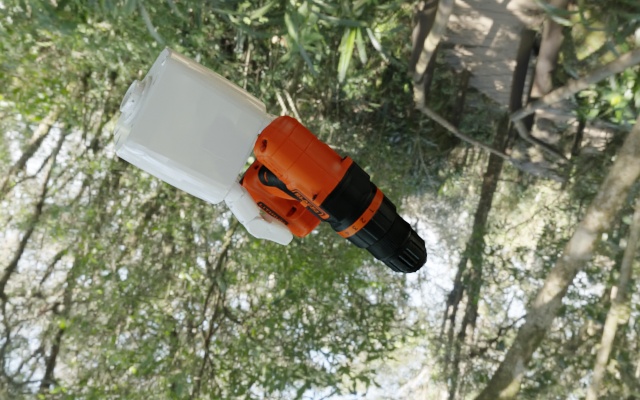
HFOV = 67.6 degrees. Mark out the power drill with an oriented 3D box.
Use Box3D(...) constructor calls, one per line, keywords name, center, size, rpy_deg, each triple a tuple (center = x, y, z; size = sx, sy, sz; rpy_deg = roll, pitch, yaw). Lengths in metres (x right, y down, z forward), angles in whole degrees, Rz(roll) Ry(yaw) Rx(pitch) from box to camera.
Box3D(name="power drill", center=(0.000, 0.001, 0.472), size=(0.184, 0.057, 0.187), rpy_deg=(43, -16, -14))
